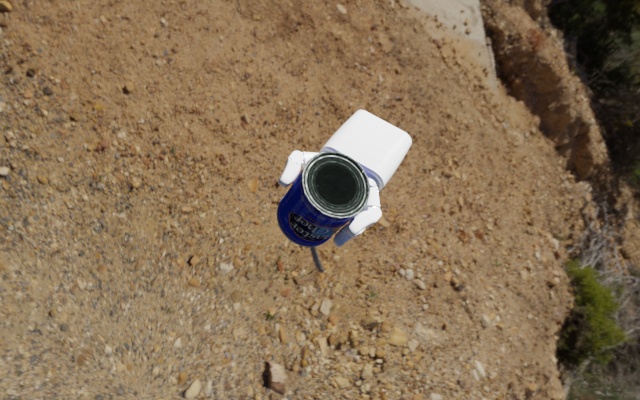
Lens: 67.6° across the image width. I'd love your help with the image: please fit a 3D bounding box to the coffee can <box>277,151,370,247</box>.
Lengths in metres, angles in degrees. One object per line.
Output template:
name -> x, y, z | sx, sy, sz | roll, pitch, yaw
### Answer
coffee can -> 0.000, 0.003, 0.725 | 0.103, 0.102, 0.140 | 0, -21, -21
